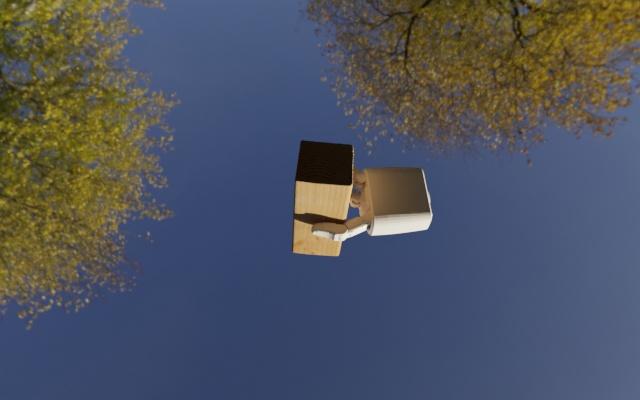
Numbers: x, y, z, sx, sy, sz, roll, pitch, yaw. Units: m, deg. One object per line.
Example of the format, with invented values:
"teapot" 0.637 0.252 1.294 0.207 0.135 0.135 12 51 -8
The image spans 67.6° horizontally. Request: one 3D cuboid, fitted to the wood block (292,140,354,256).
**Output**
"wood block" 0.001 0.003 0.831 0.090 0.090 0.206 5 -38 -1
